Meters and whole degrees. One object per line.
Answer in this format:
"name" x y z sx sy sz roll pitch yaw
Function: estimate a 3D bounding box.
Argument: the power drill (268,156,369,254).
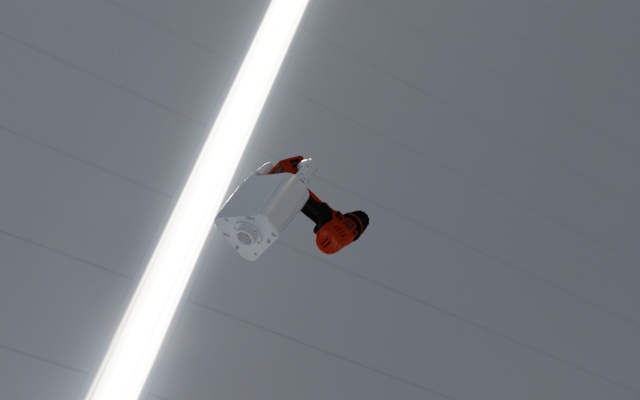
"power drill" 0.000 0.003 0.859 0.057 0.187 0.184 -49 -10 22
